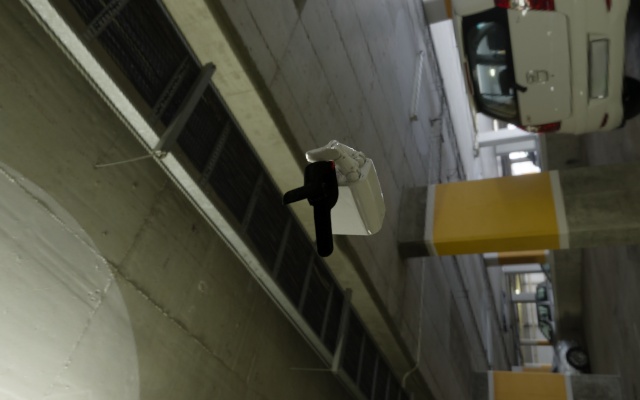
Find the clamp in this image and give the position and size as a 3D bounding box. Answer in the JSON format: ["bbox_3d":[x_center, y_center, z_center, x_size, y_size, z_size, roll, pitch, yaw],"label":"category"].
[{"bbox_3d":[0.000,0.002,0.736,0.039,0.120,0.171,-11,27,26],"label":"clamp"}]
